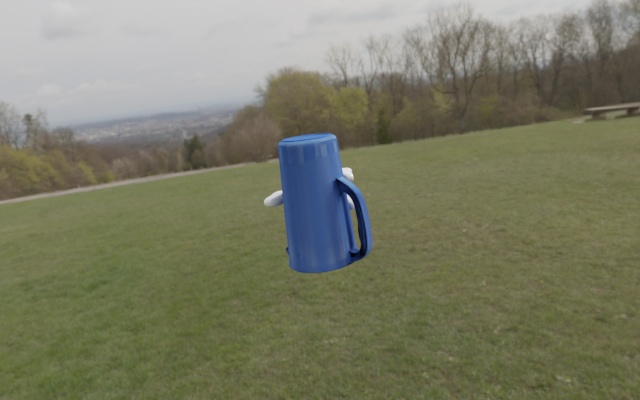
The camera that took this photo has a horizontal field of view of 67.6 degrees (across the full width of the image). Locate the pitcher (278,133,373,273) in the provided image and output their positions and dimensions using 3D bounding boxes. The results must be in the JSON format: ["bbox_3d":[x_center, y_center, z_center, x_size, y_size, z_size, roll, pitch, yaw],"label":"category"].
[{"bbox_3d":[0.000,0.003,0.879,0.149,0.243,0.145,-10,13,-9],"label":"pitcher"}]
